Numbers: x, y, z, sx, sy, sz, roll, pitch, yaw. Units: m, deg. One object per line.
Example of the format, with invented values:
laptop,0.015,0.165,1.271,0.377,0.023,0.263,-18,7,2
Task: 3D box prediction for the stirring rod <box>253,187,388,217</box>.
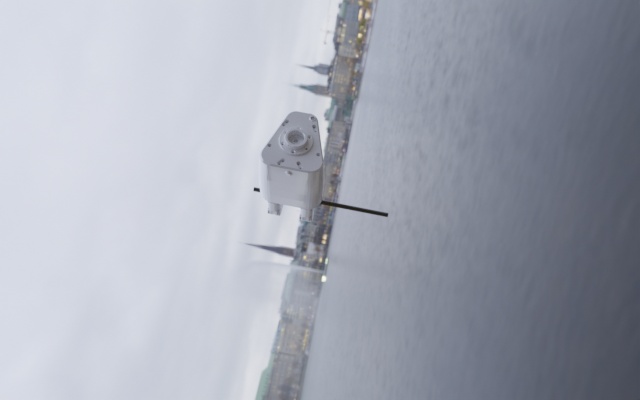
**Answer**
stirring rod,0.000,0.003,0.841,0.239,0.011,0.011,11,0,2
